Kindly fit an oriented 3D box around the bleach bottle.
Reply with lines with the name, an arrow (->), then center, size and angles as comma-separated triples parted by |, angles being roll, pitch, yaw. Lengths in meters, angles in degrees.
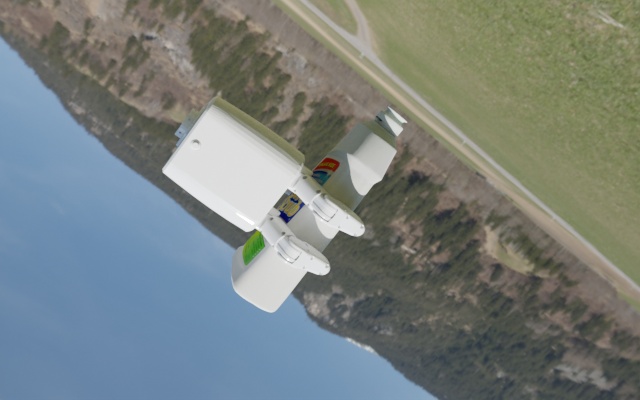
bleach bottle -> 0.000, 0.002, 0.527 | 0.068, 0.251, 0.102 | 36, 12, -18
